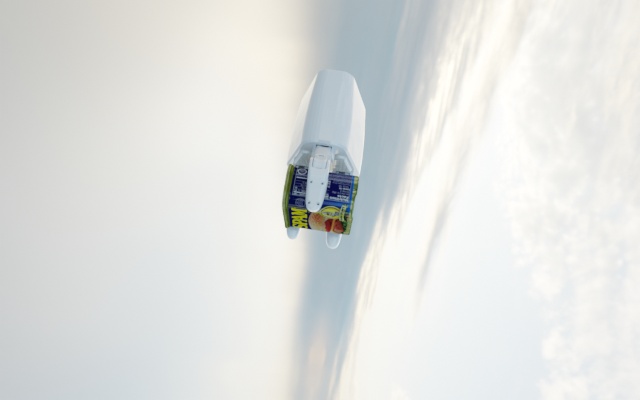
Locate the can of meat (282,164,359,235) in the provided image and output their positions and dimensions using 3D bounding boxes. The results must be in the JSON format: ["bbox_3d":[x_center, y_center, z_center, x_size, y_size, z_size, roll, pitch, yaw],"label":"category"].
[{"bbox_3d":[0.000,0.002,0.586,0.084,0.057,0.102,8,-22,2],"label":"can of meat"}]
